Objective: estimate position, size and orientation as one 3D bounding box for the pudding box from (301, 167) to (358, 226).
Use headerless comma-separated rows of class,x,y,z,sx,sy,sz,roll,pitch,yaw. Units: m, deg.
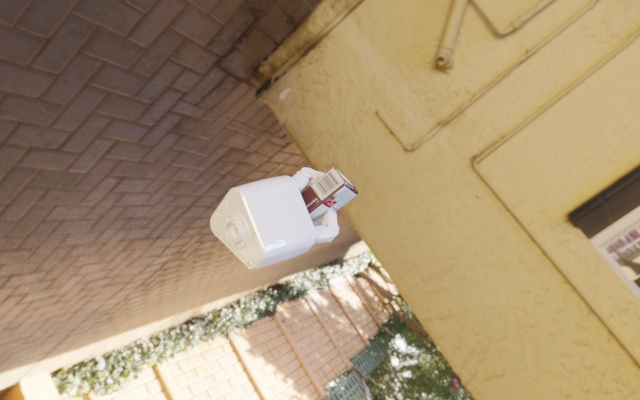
pudding box,0.000,0.003,0.778,0.113,0.039,0.090,-37,-17,9
